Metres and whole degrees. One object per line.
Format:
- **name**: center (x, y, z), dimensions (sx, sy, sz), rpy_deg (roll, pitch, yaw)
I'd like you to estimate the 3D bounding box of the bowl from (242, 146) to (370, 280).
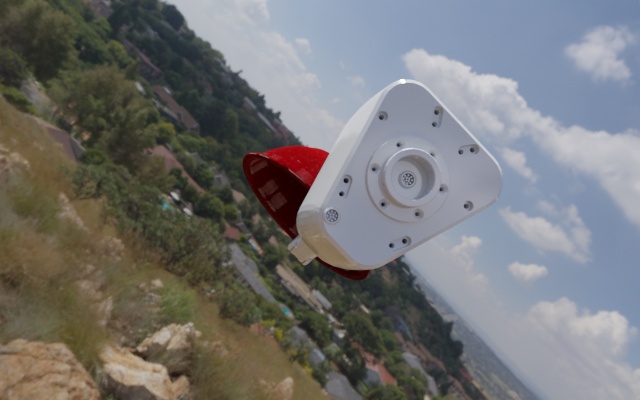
- **bowl**: center (0.000, 0.001, 0.463), dimensions (0.055, 0.162, 0.162), rpy_deg (-45, 19, -20)
